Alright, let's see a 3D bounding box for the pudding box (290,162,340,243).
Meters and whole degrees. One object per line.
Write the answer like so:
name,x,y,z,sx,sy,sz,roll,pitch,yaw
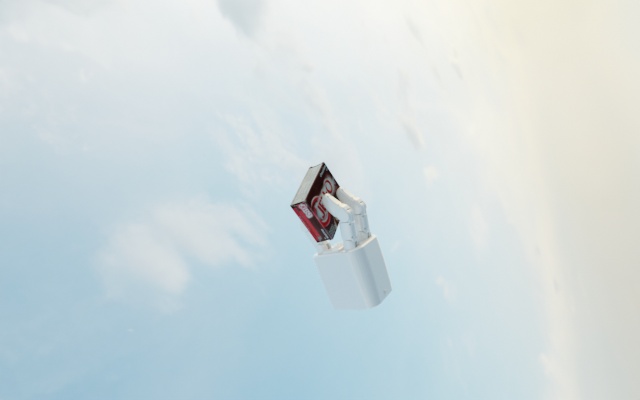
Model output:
pudding box,0.000,0.003,0.826,0.039,0.090,0.113,-17,32,29
